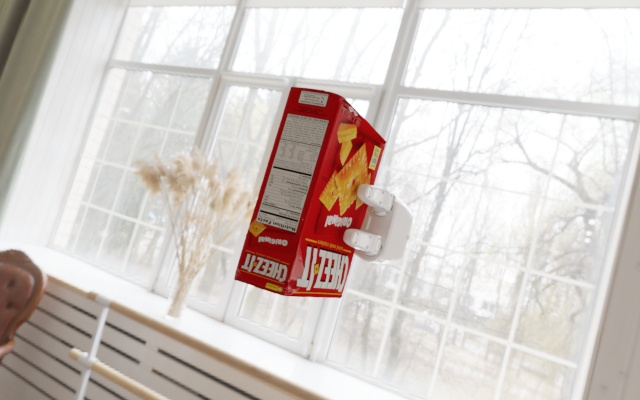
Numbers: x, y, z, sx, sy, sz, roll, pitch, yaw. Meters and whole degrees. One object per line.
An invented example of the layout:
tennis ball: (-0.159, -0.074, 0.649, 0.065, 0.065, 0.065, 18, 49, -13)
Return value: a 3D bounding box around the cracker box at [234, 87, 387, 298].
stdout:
cracker box: (0.000, 0.002, 0.553, 0.072, 0.213, 0.164, 13, -6, 26)
